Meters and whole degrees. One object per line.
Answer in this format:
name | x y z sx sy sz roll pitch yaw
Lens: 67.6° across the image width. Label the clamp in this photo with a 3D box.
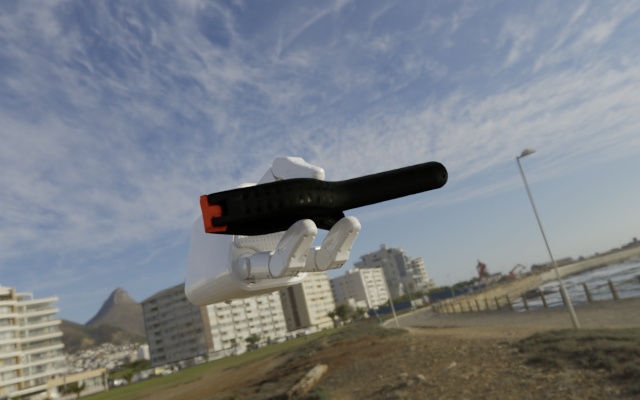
clamp | -0.001 0.001 0.422 0.210 0.036 0.164 -1 -20 -43
